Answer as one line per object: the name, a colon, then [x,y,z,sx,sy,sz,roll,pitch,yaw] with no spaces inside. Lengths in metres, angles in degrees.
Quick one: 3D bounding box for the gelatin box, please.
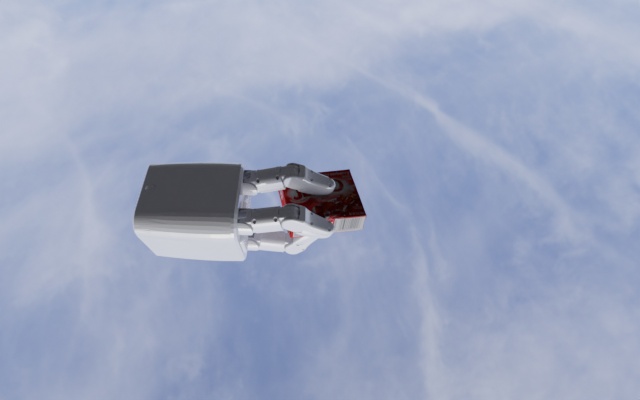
gelatin box: [0.000,0.002,0.550,0.089,0.073,0.030,-6,-39,-14]
